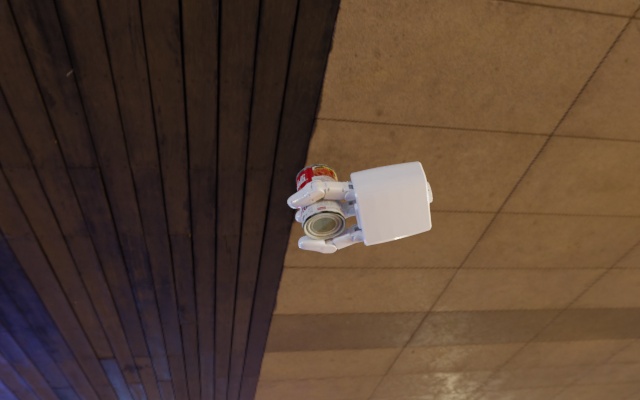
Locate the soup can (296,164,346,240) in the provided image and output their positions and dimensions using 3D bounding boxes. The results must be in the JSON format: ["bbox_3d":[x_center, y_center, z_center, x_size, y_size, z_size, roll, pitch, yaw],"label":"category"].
[{"bbox_3d":[0.000,0.003,0.748,0.068,0.102,0.069,-6,-41,-5],"label":"soup can"}]
